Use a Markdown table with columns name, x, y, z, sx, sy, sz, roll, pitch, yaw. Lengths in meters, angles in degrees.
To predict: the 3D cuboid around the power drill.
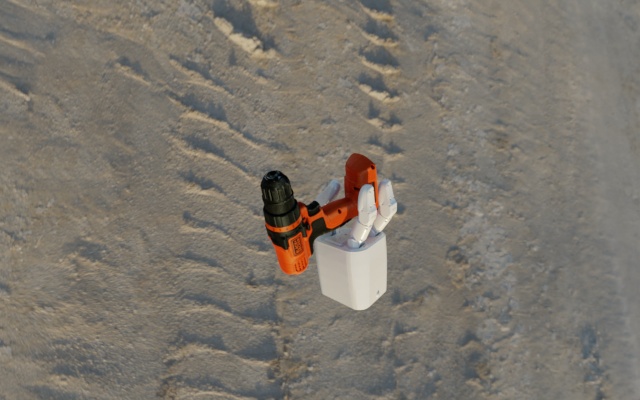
| name | x | y | z | sx | sy | sz | roll | pitch | yaw |
| --- | --- | --- | --- | --- | --- | --- | --- | --- | --- |
| power drill | 0.001 | 0.002 | 0.714 | 0.187 | 0.185 | 0.057 | -30 | 45 | -24 |
